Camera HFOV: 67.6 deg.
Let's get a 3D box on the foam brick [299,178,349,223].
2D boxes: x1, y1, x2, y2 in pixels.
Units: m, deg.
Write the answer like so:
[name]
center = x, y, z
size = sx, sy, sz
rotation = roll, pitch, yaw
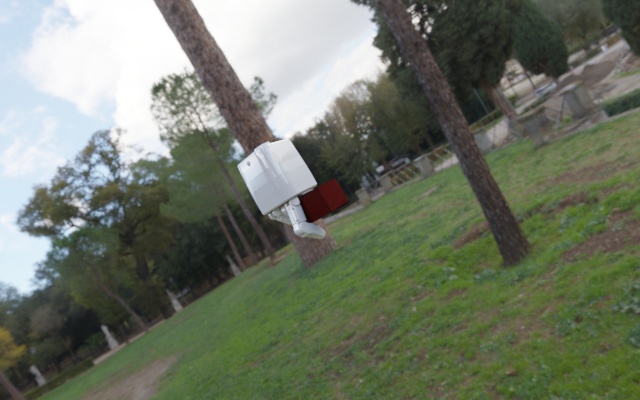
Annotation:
[foam brick]
center = 0.000, 0.003, 0.852
size = 0.053, 0.051, 0.078
rotation = -28, -1, -44
